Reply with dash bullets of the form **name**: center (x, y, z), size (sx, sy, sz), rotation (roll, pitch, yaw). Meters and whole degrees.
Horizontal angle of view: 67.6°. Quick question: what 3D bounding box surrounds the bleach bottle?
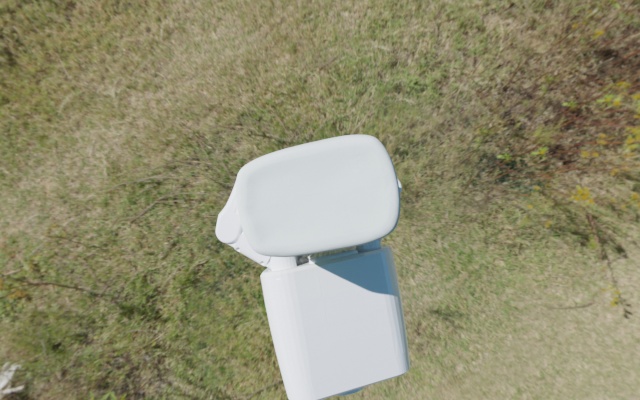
- **bleach bottle**: center (0.000, 0.001, 0.408), size (0.102, 0.068, 0.251), rotation (-11, -2, 1)
